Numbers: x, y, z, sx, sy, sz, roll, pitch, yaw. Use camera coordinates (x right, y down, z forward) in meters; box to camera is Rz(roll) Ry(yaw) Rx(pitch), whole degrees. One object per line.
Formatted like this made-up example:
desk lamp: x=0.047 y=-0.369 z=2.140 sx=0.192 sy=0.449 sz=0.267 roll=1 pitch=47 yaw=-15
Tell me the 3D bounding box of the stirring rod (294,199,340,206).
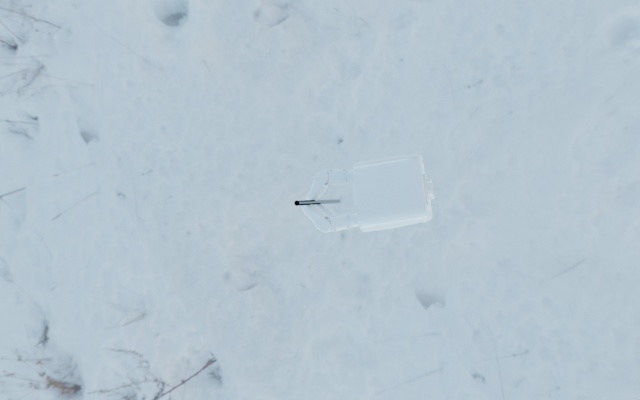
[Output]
stirring rod: x=0.000 y=0.003 z=0.822 sx=0.011 sy=0.011 sz=0.239 roll=0 pitch=1 yaw=17
